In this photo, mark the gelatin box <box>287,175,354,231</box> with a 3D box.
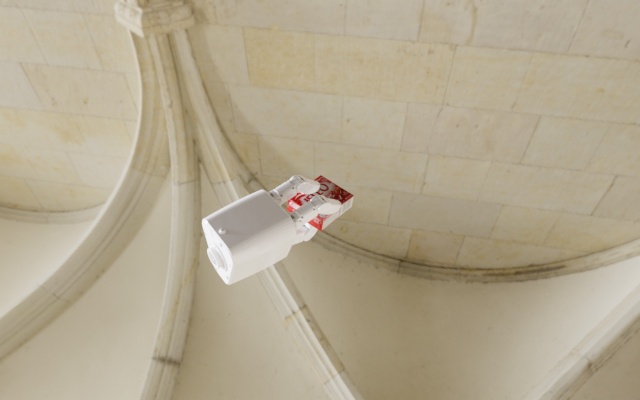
[{"bbox_3d":[0.000,0.003,0.790,0.073,0.030,0.089,33,46,24],"label":"gelatin box"}]
